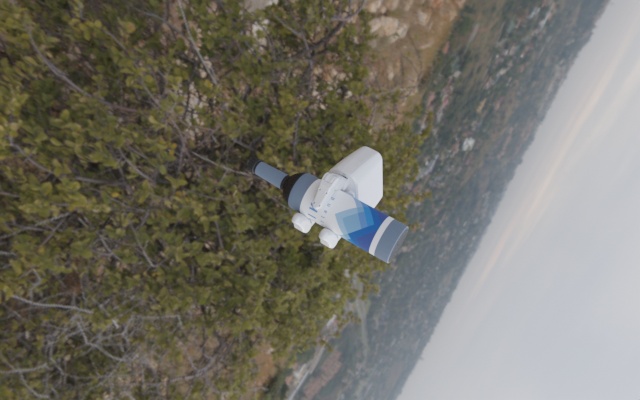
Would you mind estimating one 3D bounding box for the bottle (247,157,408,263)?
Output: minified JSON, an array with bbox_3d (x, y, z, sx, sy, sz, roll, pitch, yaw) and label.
[{"bbox_3d":[0.000,0.003,0.796,0.295,0.069,0.069,29,10,19],"label":"bottle"}]
